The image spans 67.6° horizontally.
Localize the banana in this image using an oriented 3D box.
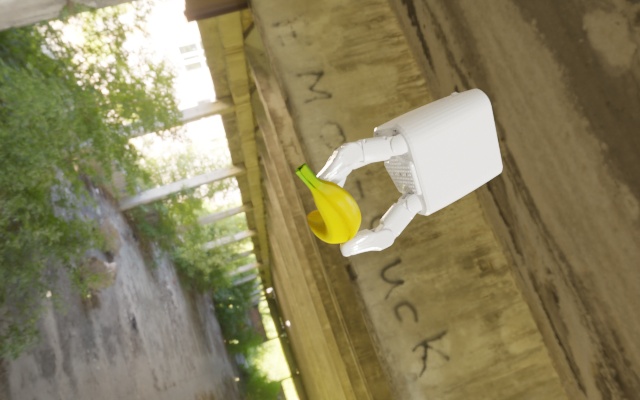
[{"bbox_3d":[0.011,0.015,0.503,0.037,0.069,0.198,-36,-13,-10],"label":"banana"}]
